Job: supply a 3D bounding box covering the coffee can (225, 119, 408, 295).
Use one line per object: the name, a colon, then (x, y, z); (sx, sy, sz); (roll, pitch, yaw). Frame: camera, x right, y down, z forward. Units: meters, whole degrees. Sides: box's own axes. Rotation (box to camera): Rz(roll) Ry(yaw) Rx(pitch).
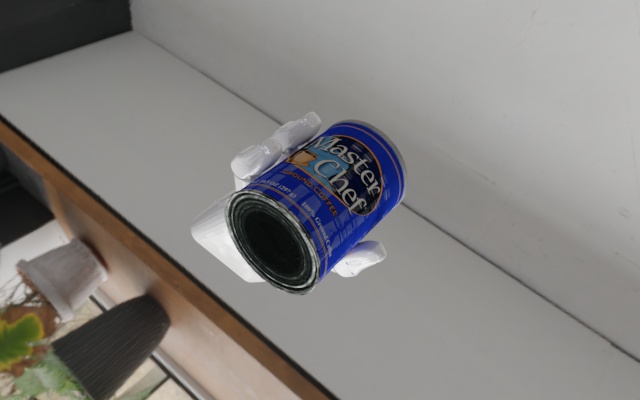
coffee can: (0.000, 0.001, 0.432); (0.103, 0.103, 0.140); (0, 30, 44)
